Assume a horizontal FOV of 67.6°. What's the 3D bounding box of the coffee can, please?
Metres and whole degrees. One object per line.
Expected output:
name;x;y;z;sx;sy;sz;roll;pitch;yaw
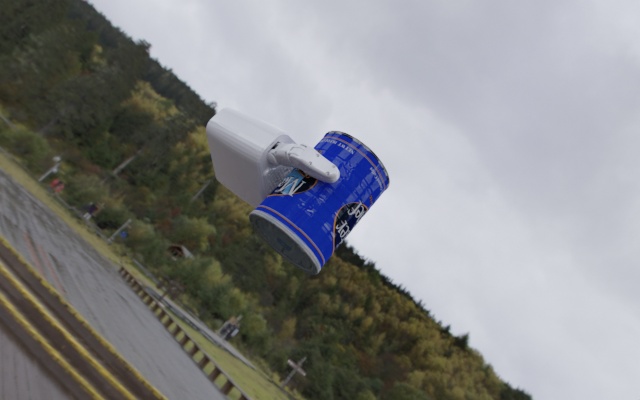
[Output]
coffee can;0.000;0.002;0.565;0.103;0.140;0.103;36;-20;16
